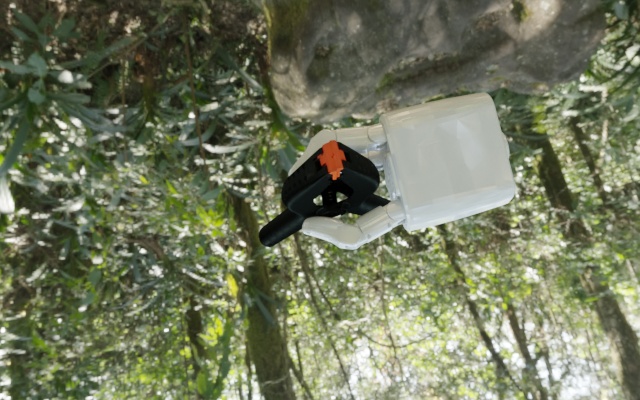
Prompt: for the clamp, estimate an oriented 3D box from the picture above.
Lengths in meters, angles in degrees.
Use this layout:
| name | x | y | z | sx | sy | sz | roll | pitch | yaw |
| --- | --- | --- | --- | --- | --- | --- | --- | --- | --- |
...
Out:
| name | x | y | z | sx | sy | sz | roll | pitch | yaw |
| --- | --- | --- | --- | --- | --- | --- | --- | --- | --- |
| clamp | 0.000 | 0.002 | 0.483 | 0.164 | 0.036 | 0.210 | -15 | -19 | 2 |
